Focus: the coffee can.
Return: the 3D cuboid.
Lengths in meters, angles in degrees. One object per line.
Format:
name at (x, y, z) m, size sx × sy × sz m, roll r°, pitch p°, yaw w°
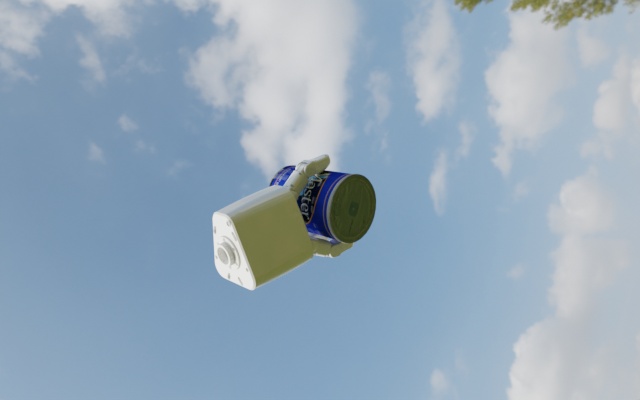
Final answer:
coffee can at (0.000, 0.002, 0.741) m, size 0.140 × 0.103 × 0.103 m, roll 12°, pitch 8°, yaw 44°
